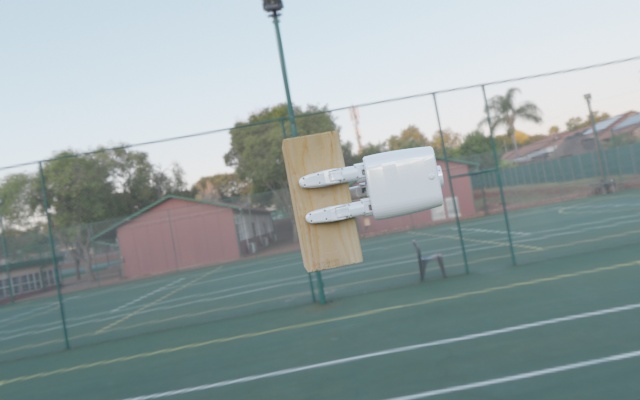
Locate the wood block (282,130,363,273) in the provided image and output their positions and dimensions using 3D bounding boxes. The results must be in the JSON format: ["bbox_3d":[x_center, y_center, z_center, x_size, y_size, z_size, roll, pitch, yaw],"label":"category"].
[{"bbox_3d":[0.000,0.002,0.770,0.090,0.206,0.091,-10,-2,-5],"label":"wood block"}]
